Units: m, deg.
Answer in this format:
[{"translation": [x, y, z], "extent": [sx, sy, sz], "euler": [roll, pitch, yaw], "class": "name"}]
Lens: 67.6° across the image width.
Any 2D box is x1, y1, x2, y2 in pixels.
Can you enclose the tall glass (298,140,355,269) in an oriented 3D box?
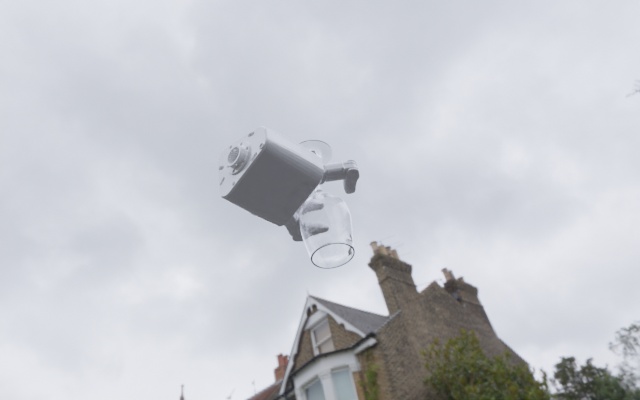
[{"translation": [0.000, 0.002, 0.720], "extent": [0.079, 0.200, 0.079], "euler": [-8, -40, -7], "class": "tall glass"}]
